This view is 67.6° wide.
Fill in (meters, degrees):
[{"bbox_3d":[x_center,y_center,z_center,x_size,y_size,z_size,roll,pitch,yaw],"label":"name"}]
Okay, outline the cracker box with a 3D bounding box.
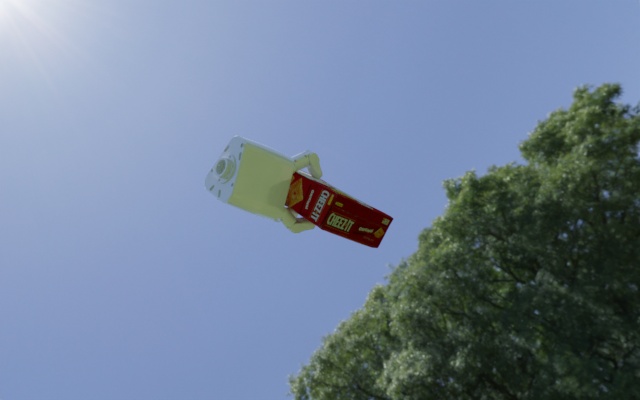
[{"bbox_3d":[0.000,0.003,0.876,0.164,0.072,0.213,22,6,-44],"label":"cracker box"}]
